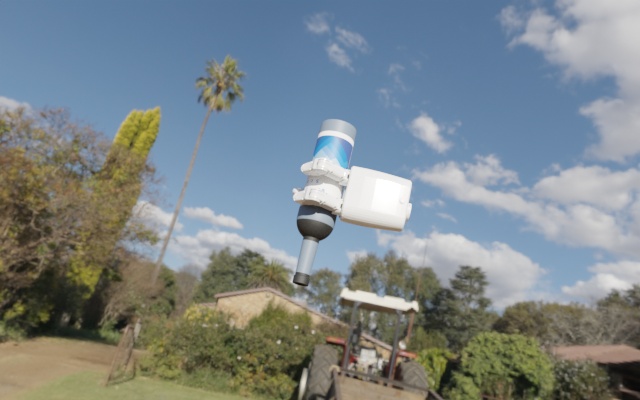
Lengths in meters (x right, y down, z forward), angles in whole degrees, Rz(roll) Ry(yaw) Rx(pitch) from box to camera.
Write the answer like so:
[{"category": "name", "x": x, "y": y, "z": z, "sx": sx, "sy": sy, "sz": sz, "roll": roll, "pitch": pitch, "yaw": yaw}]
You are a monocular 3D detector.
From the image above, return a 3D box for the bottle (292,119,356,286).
[{"category": "bottle", "x": 0.000, "y": 0.002, "z": 0.832, "sx": 0.069, "sy": 0.295, "sz": 0.069, "roll": 13, "pitch": -18, "yaw": 4}]
